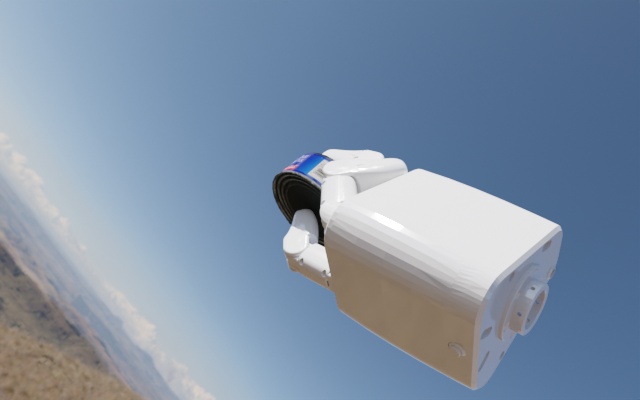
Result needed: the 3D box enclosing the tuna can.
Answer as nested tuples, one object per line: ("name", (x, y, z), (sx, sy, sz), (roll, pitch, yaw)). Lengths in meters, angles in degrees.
("tuna can", (0.000, 0.001, 0.419), (0.033, 0.086, 0.086), (-43, 24, -29))
